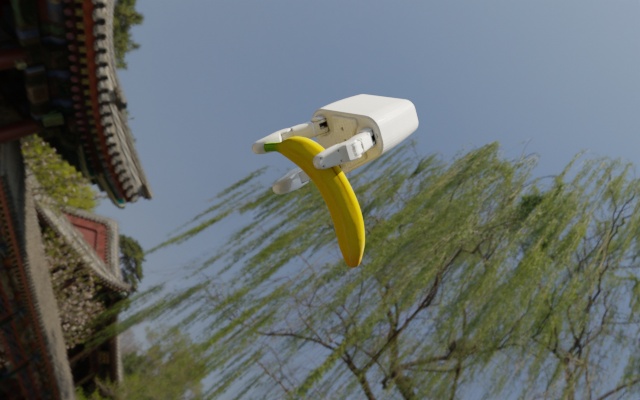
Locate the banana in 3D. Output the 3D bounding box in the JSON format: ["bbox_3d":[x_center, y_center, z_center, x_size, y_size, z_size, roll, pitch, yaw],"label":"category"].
[{"bbox_3d":[0.009,-0.009,0.602,0.070,0.198,0.037,-35,-1,44],"label":"banana"}]
